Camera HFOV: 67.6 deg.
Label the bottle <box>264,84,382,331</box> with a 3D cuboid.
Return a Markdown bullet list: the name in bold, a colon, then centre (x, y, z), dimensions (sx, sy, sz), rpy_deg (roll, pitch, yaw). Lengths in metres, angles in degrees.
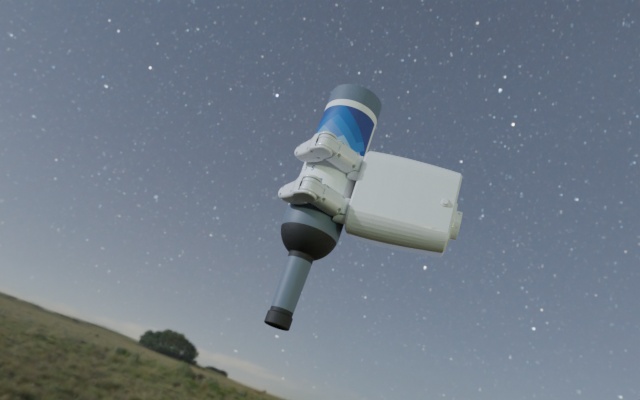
- **bottle**: centre (0.000, 0.002, 0.546), dimensions (0.069, 0.295, 0.069), rpy_deg (16, -23, 7)
